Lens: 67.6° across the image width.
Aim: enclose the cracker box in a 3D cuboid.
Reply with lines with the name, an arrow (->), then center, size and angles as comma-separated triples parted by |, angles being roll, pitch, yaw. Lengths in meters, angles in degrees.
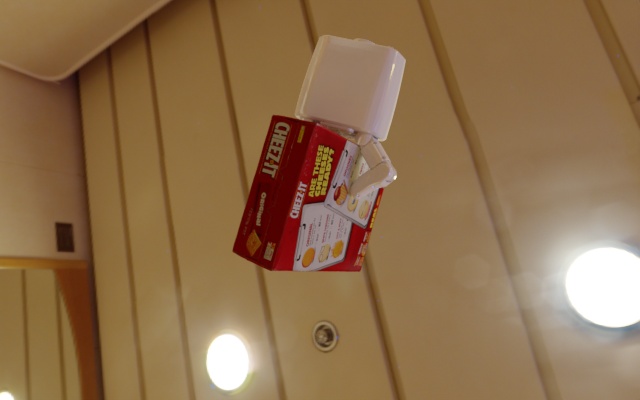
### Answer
cracker box -> 0.000, 0.002, 0.601 | 0.072, 0.164, 0.214 | 17, 1, 32
